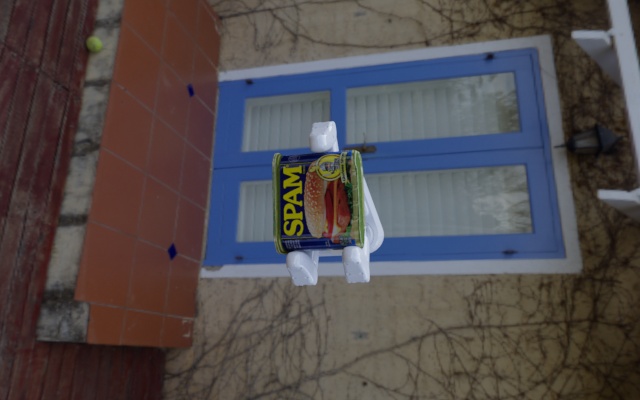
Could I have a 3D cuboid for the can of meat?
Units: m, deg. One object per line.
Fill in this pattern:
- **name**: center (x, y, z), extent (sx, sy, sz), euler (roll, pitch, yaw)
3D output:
- **can of meat**: center (0.000, 0.001, 0.478), extent (0.084, 0.102, 0.057), euler (-3, -9, 11)
